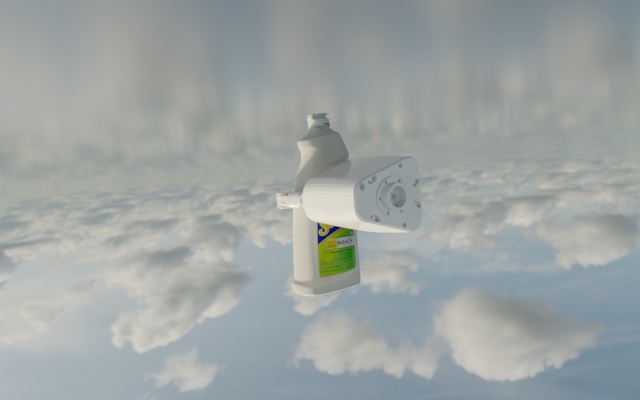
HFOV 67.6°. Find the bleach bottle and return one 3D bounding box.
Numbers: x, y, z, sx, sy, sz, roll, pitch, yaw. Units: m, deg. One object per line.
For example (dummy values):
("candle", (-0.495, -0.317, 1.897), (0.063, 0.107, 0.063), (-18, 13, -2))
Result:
("bleach bottle", (0.000, 0.002, 0.687), (0.102, 0.251, 0.068), (-8, 5, -34))
